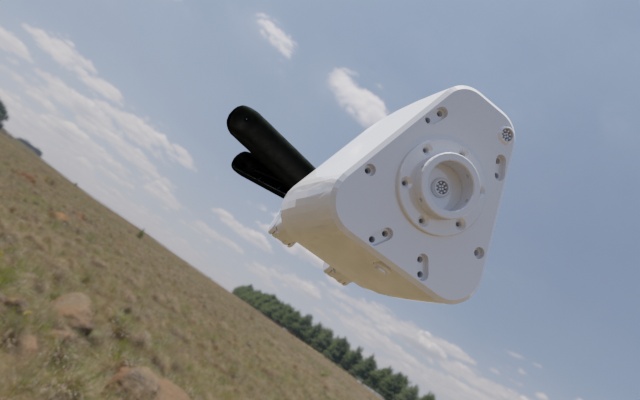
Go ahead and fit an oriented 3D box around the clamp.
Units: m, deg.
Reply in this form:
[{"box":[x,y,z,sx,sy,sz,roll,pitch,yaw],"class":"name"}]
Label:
[{"box":[0.001,0.001,0.434,0.210,0.036,0.164,36,-10,-10],"class":"clamp"}]
